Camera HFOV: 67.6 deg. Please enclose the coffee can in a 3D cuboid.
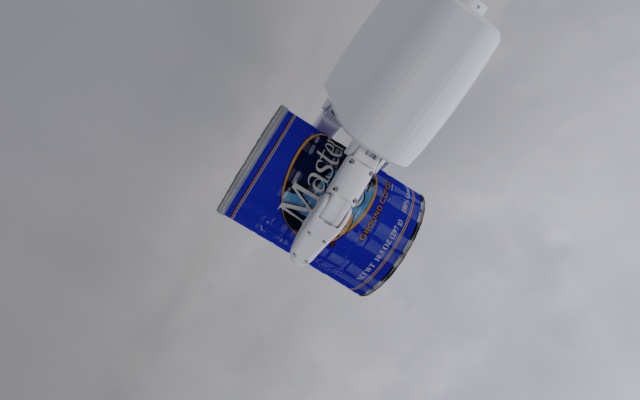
[{"bbox_3d":[0.000,0.001,0.401,0.140,0.103,0.103,32,-5,-9],"label":"coffee can"}]
